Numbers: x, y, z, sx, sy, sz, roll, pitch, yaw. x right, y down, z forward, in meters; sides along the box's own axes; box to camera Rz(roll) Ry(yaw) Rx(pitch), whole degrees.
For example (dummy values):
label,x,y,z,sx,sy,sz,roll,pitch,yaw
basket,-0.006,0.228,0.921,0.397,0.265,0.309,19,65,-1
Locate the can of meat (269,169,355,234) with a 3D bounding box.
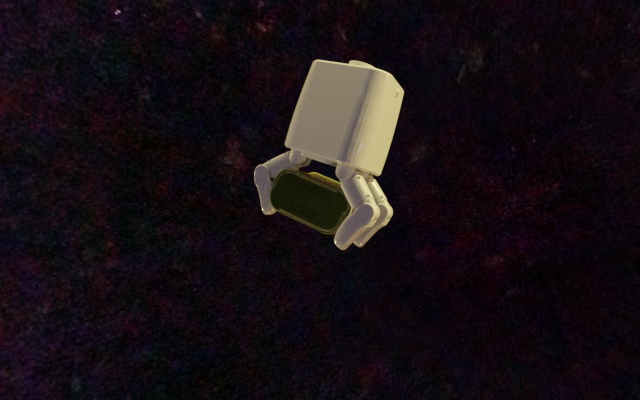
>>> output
label,x,y,z,sx,sy,sz,roll,pitch,yaw
can of meat,0.000,0.002,0.569,0.102,0.057,0.084,24,6,20
